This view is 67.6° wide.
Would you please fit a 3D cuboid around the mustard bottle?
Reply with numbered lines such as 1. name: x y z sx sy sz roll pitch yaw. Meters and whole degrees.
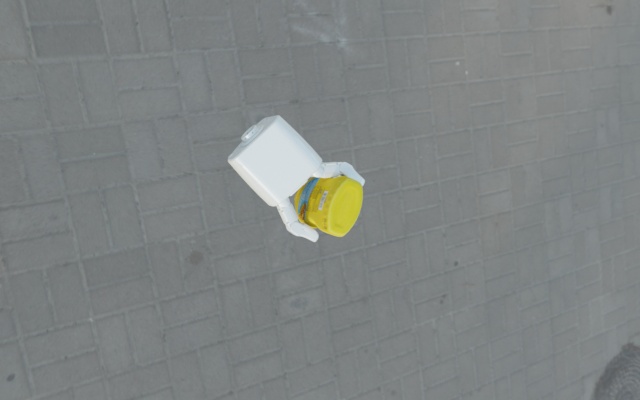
1. mustard bottle: 0.001 0.003 0.841 0.058 0.096 0.191 20 -4 -25
